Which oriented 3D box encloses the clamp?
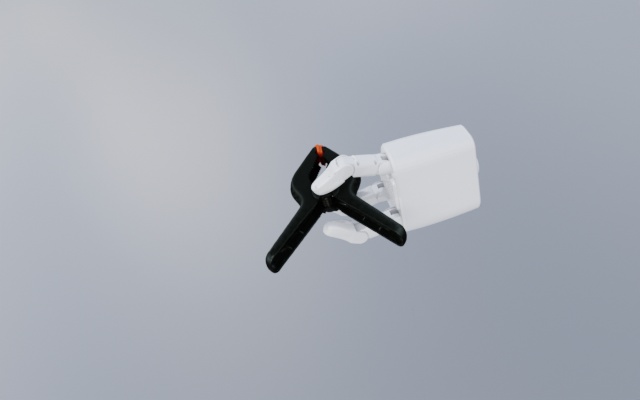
[{"bbox_3d":[0.000,0.001,0.610,0.164,0.036,0.209,-16,42,-2],"label":"clamp"}]
